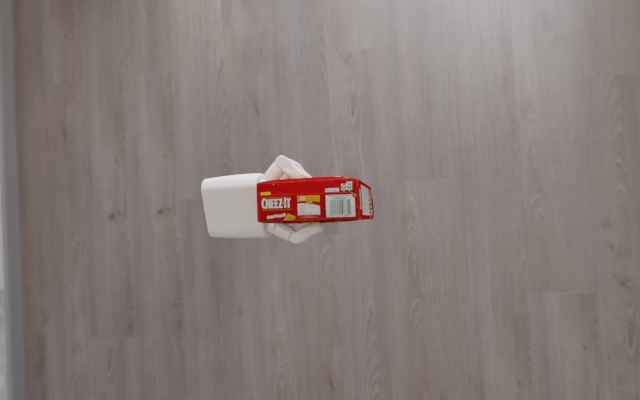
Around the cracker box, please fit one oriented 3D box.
[{"bbox_3d":[0.000,0.003,0.827,0.164,0.072,0.214,-2,-2,11],"label":"cracker box"}]
